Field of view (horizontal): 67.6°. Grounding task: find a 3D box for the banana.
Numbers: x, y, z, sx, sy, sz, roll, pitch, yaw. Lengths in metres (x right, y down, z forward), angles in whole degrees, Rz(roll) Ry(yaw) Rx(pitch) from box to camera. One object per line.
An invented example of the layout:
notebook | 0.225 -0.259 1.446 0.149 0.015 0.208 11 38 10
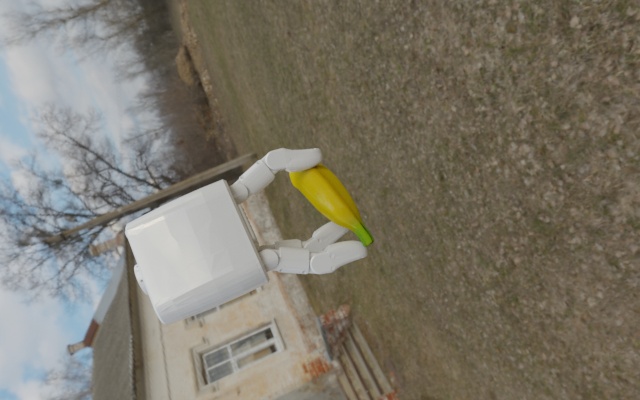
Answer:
banana | -0.005 -0.013 0.531 0.037 0.070 0.197 -26 28 -10
